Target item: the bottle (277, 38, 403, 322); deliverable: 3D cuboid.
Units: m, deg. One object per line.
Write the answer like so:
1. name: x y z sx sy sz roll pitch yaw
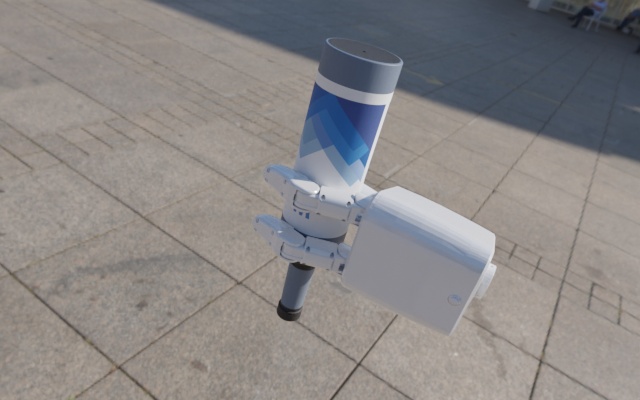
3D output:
1. bottle: 0.000 0.001 0.461 0.069 0.296 0.069 12 29 -7
